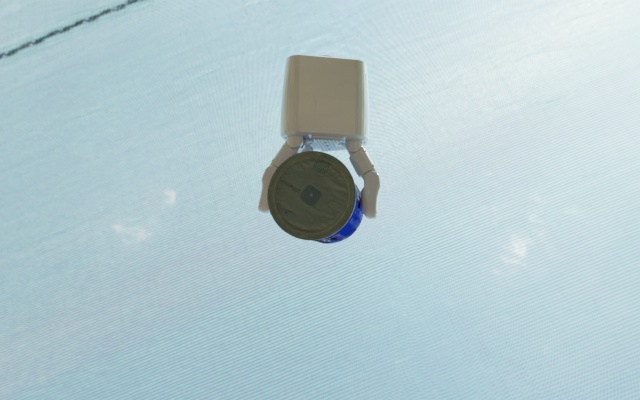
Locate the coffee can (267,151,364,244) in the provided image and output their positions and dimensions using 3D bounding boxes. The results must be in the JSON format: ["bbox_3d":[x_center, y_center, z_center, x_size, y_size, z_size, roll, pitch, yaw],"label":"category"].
[{"bbox_3d":[0.000,0.002,0.607,0.103,0.103,0.140,0,-7,9],"label":"coffee can"}]
